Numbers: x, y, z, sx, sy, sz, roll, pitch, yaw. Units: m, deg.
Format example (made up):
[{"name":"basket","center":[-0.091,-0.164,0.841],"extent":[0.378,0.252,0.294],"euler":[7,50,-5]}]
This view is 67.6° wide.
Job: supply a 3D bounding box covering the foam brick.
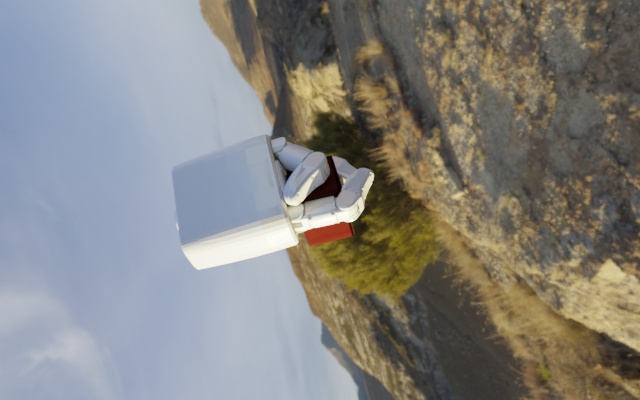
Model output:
[{"name":"foam brick","center":[0.000,0.002,0.505],"extent":[0.051,0.053,0.078],"euler":[-17,-43,2]}]
